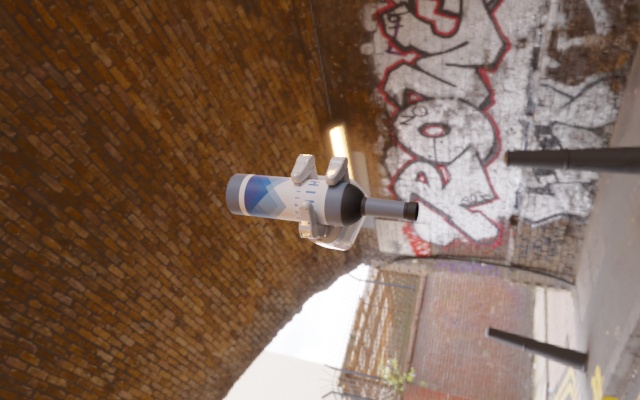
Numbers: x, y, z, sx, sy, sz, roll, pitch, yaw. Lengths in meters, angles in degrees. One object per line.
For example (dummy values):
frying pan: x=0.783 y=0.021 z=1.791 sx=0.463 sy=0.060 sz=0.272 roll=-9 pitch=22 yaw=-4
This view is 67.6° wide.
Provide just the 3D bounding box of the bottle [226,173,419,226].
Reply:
bottle: x=0.000 y=0.002 z=0.727 sx=0.295 sy=0.069 sz=0.069 roll=6 pitch=2 yaw=21
